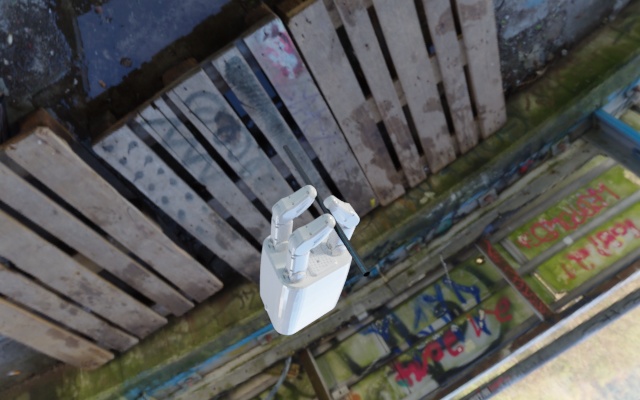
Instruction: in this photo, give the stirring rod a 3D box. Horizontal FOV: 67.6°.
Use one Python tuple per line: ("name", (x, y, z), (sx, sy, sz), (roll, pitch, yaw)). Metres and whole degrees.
("stirring rod", (0.000, 0.002, 0.583), (0.011, 0.011, 0.239), (0, 39, -32))
